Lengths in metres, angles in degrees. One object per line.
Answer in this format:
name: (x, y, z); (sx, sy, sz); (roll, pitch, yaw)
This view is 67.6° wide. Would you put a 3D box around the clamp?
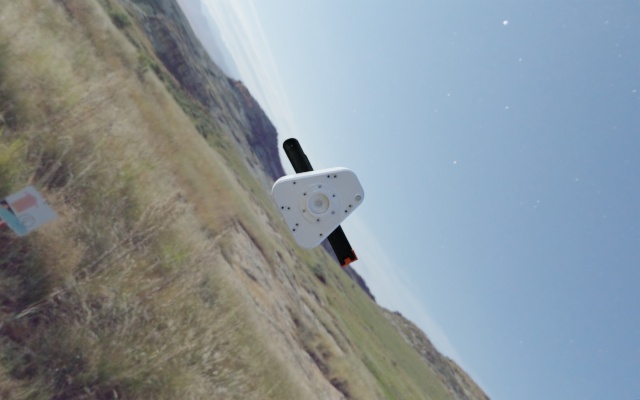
clamp: (0.001, 0.003, 0.753); (0.036, 0.210, 0.164); (-26, 3, 3)
